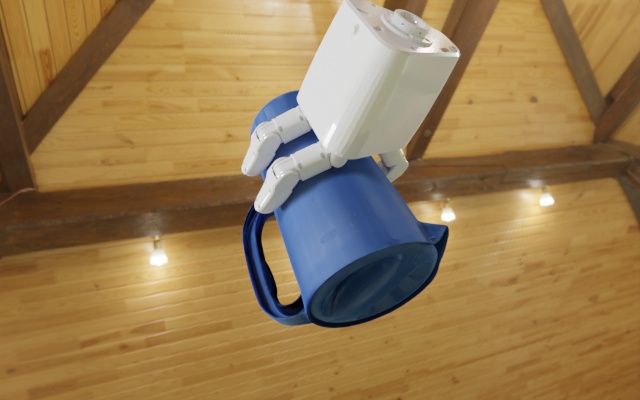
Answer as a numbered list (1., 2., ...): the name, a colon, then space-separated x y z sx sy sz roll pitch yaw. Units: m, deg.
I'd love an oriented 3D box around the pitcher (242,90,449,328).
1. pitcher: 0.000 0.001 0.494 0.149 0.242 0.145 0 -44 -31
